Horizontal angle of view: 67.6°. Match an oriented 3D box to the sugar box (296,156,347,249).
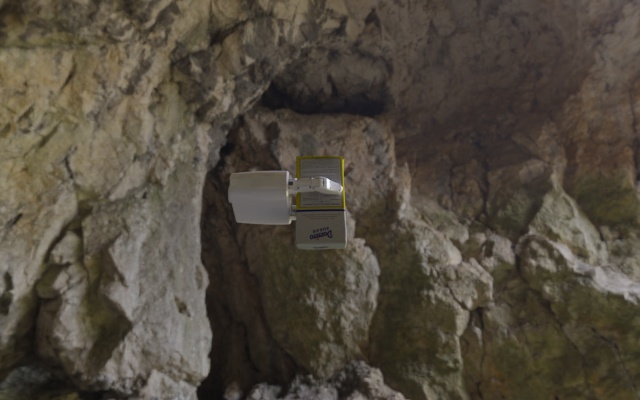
[{"bbox_3d":[0.000,0.003,0.900,0.093,0.176,0.048,0,-20,0],"label":"sugar box"}]
